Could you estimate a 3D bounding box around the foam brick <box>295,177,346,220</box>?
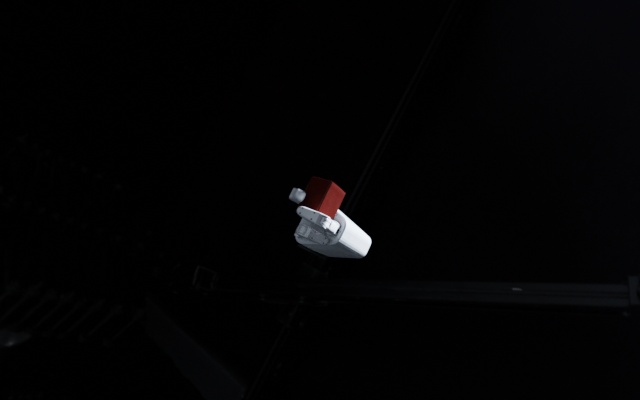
[{"bbox_3d":[0.000,0.003,0.893,0.053,0.078,0.051,19,-10,42],"label":"foam brick"}]
